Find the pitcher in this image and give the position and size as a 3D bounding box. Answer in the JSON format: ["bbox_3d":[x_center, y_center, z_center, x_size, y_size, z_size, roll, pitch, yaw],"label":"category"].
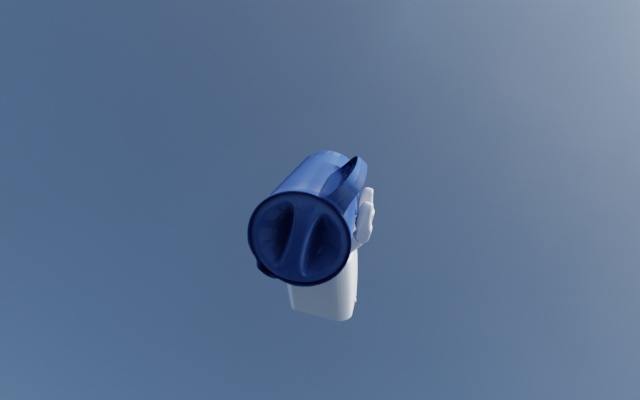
[{"bbox_3d":[0.000,0.002,0.695,0.149,0.145,0.242,0,22,11],"label":"pitcher"}]
